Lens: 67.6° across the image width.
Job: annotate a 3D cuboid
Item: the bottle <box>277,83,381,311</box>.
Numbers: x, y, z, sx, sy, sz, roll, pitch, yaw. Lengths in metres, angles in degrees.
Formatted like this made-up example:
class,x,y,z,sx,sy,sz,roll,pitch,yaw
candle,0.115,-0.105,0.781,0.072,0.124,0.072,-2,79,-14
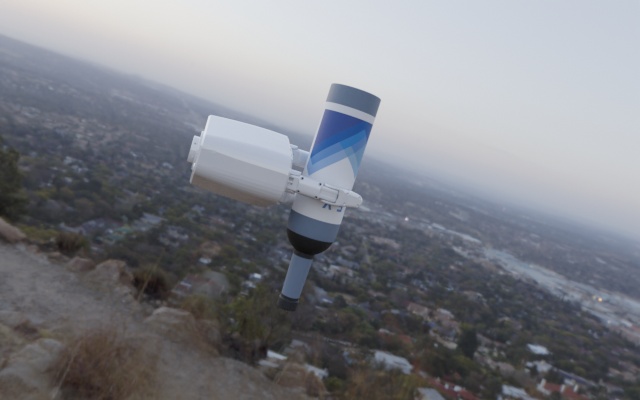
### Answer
class,x,y,z,sx,sy,sz,roll,pitch,yaw
bottle,0.000,0.002,0.618,0.069,0.296,0.069,18,6,-2
